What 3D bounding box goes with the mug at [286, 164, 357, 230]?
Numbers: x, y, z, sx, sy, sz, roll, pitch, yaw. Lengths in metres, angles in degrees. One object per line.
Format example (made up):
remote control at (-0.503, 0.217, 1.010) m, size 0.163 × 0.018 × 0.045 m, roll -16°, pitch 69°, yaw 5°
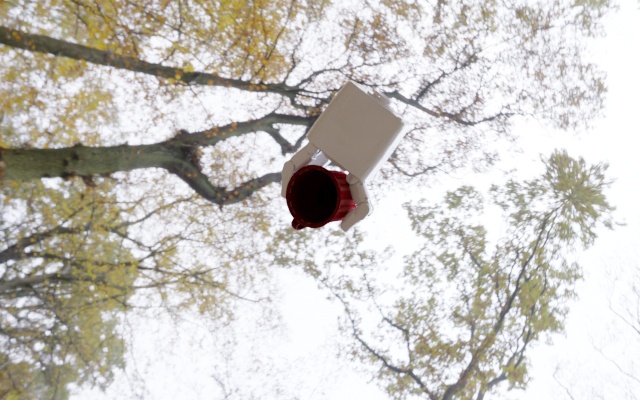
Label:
mug at (-0.001, 0.004, 0.733) m, size 0.093 × 0.117 × 0.081 m, roll 46°, pitch 21°, yaw 20°
